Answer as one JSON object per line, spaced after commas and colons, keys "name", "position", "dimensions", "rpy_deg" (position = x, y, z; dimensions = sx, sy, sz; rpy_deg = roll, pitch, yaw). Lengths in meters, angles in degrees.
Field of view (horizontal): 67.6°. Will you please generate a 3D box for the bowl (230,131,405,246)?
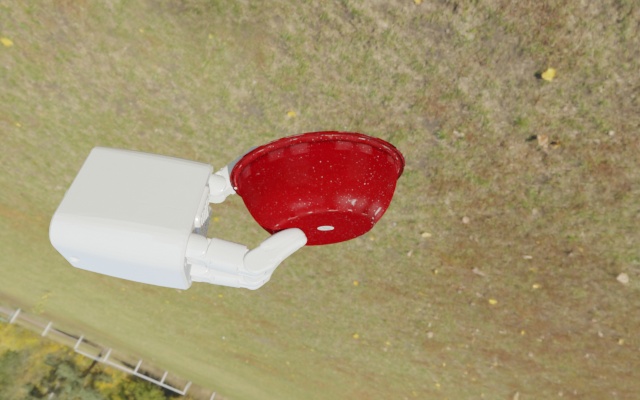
{"name": "bowl", "position": [0.001, 0.002, 0.434], "dimensions": [0.162, 0.055, 0.162], "rpy_deg": [-6, -23, -2]}
